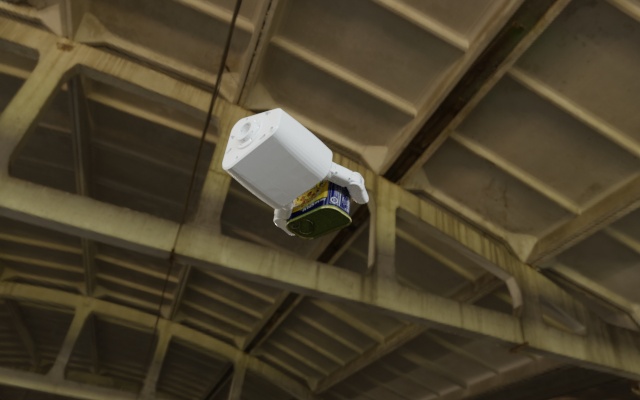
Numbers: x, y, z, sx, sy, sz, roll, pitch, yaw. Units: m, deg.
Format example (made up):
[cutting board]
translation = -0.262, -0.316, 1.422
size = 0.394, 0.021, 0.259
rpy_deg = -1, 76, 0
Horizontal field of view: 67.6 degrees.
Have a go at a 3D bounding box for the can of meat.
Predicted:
[can of meat]
translation = 0.000, 0.002, 0.733
size = 0.102, 0.084, 0.057
rpy_deg = -25, -46, 37
